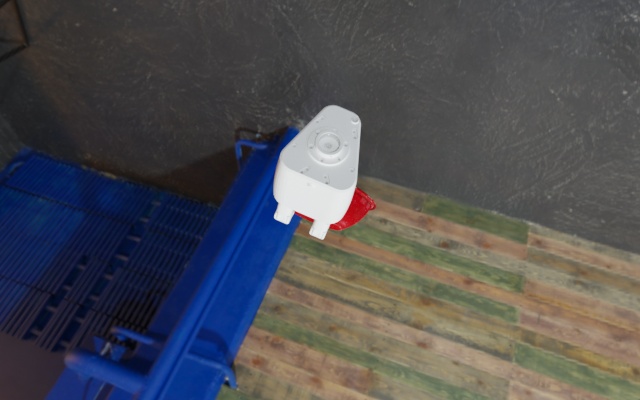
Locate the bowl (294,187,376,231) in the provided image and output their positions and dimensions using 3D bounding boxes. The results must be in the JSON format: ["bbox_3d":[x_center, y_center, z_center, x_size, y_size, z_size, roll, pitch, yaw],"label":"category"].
[{"bbox_3d":[0.000,0.003,0.728,0.162,0.055,0.162,23,-11,5],"label":"bowl"}]
